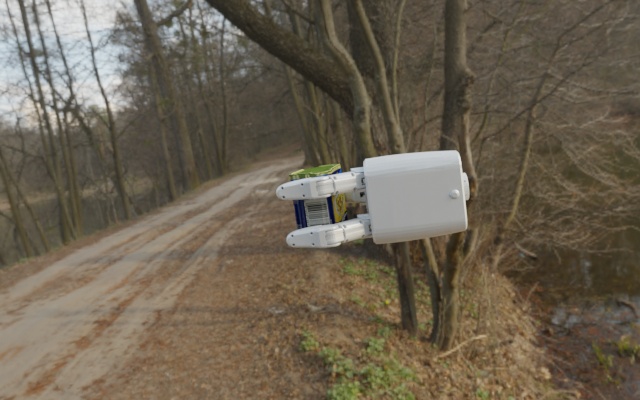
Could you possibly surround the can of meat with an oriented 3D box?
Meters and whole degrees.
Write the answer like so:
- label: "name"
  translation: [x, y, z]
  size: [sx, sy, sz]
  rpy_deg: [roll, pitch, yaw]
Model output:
- label: "can of meat"
  translation: [0.000, 0.002, 0.590]
  size: [0.057, 0.084, 0.102]
  rpy_deg: [-6, 8, 12]
